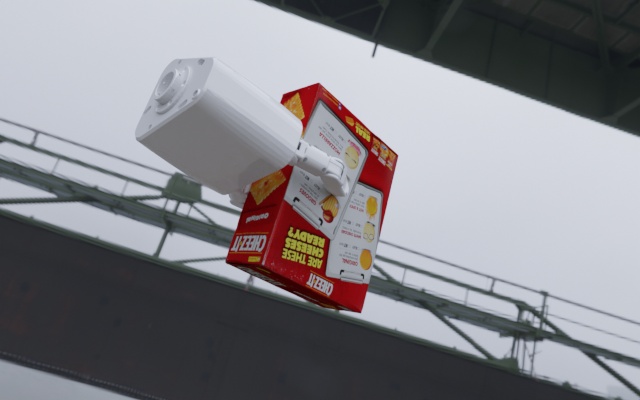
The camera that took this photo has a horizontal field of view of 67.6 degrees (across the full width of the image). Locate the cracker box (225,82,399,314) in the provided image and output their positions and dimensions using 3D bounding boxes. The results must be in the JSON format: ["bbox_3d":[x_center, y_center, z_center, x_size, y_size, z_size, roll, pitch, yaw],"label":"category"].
[{"bbox_3d":[0.000,0.002,0.554,0.072,0.213,0.164,-4,-29,44],"label":"cracker box"}]
